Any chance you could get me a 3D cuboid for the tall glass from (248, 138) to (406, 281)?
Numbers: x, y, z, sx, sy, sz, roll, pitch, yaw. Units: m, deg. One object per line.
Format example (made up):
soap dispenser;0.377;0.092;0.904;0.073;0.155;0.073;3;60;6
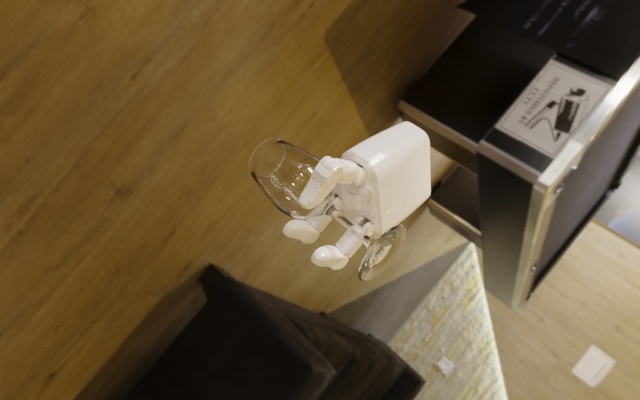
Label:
tall glass;0.000;0.002;0.558;0.201;0.079;0.079;39;21;29
